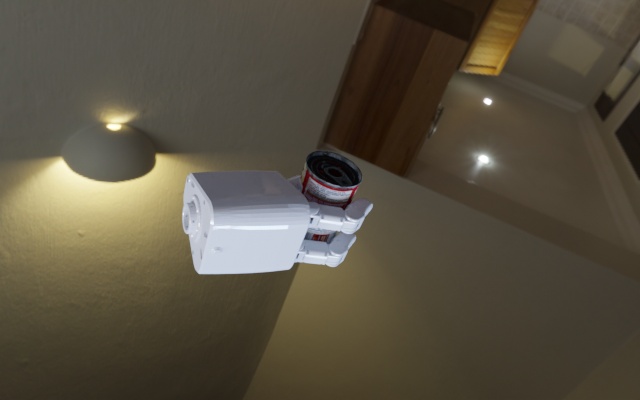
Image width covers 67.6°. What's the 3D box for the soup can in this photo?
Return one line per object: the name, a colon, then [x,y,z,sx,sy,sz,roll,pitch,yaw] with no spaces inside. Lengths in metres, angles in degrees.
soup can: [0.000,0.002,0.568,0.068,0.102,0.068,15,36,-11]
